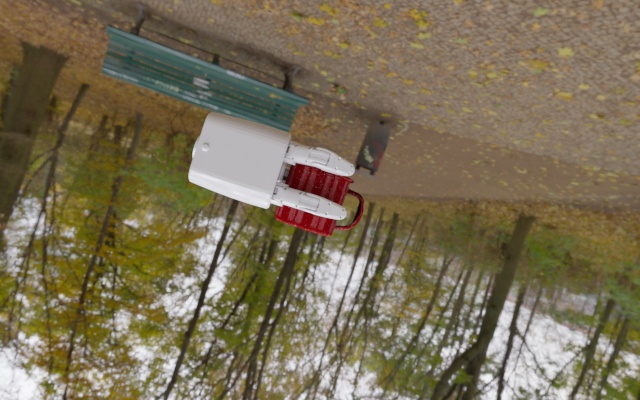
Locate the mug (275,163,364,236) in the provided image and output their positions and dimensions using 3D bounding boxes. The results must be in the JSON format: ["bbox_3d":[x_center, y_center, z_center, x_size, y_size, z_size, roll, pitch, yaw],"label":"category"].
[{"bbox_3d":[0.001,0.003,0.639,0.117,0.081,0.093,18,-2,-3],"label":"mug"}]
